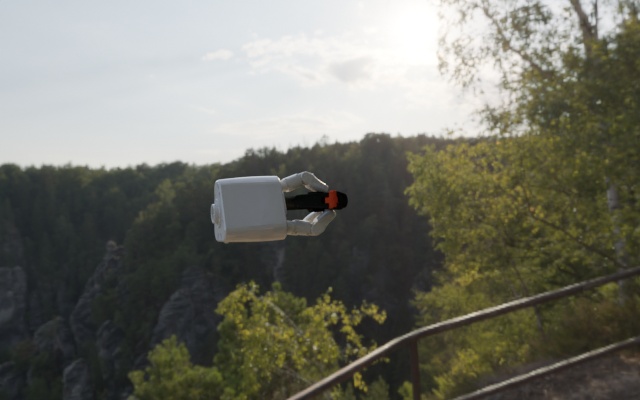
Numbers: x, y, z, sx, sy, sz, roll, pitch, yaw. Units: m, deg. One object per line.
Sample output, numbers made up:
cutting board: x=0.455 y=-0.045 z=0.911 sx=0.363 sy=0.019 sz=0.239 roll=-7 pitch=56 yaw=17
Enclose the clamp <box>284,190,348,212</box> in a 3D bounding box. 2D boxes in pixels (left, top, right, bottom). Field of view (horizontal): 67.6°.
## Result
clamp: x=0.000 y=0.002 z=0.860 sx=0.164 sy=0.036 sz=0.210 roll=-2 pitch=-2 yaw=-23
